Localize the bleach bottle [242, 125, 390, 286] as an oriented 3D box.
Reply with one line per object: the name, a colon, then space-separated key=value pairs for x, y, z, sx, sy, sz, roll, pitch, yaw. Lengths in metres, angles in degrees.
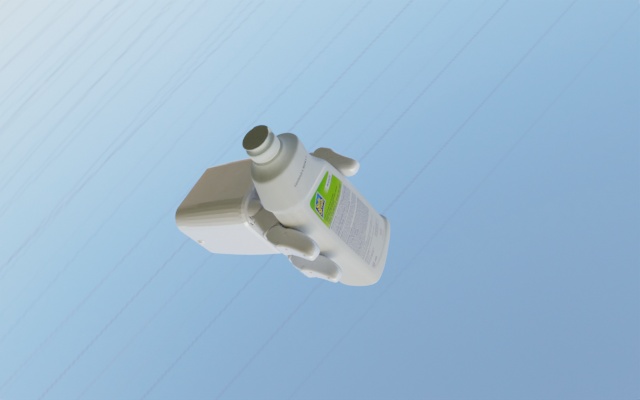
bleach bottle: x=0.000 y=0.002 z=0.519 sx=0.068 sy=0.102 sz=0.251 roll=-5 pitch=-34 yaw=29
